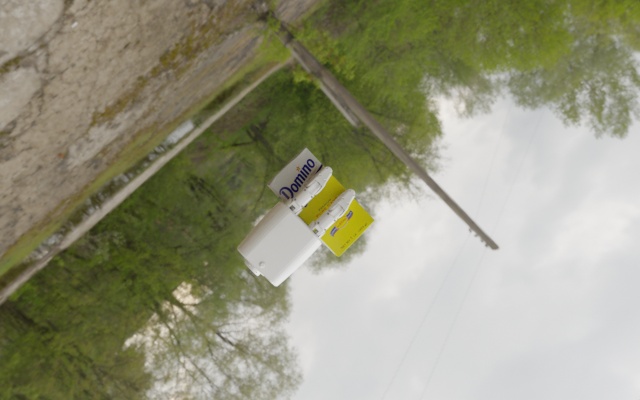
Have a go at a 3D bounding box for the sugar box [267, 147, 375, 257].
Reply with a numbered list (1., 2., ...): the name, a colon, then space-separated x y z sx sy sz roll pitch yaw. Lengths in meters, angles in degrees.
1. sugar box: 0.000 0.003 0.829 0.176 0.093 0.048 46 -6 -9
